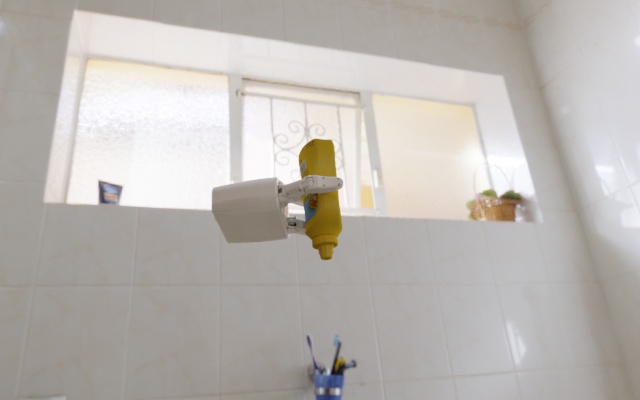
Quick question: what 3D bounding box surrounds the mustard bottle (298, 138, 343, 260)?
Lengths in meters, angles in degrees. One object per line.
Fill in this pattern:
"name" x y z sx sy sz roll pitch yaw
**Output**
"mustard bottle" 0.000 0.002 0.774 0.058 0.191 0.096 3 -25 -18
